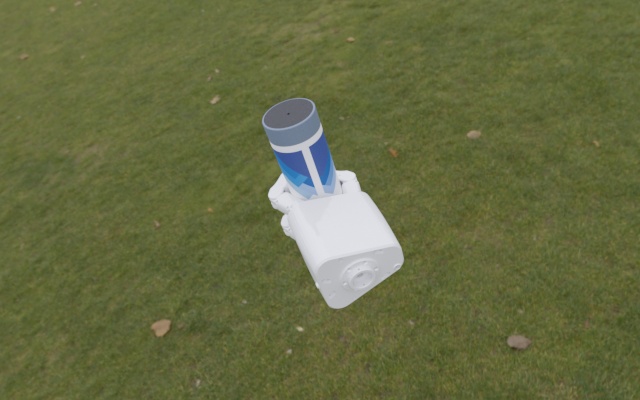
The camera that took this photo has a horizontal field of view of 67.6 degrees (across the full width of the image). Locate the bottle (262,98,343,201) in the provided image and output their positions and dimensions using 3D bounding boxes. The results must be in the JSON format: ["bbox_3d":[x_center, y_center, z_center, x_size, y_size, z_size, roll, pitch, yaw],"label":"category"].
[{"bbox_3d":[0.000,0.002,0.662,0.069,0.296,0.069,-11,41,10],"label":"bottle"}]
